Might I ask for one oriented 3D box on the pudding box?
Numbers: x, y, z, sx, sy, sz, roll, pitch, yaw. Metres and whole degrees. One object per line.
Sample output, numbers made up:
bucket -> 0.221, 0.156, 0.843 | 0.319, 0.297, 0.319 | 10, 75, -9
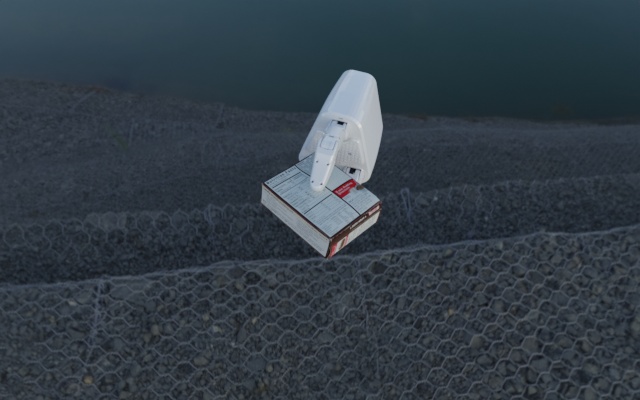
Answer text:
pudding box -> 0.000, 0.002, 0.548 | 0.113, 0.039, 0.090 | 38, 54, 26
